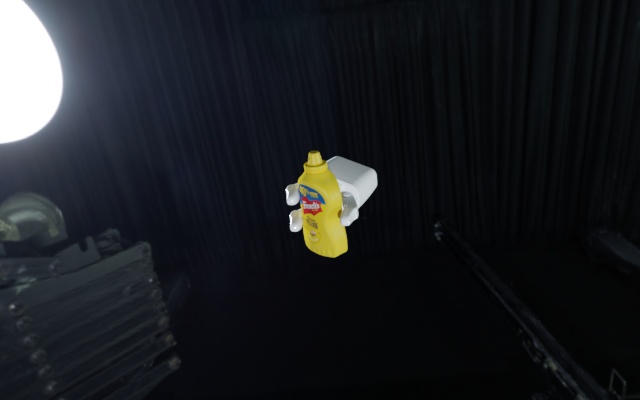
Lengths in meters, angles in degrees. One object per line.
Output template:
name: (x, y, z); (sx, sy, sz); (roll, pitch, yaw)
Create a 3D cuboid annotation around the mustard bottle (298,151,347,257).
mustard bottle: (0.000, 0.003, 0.868); (0.058, 0.192, 0.096); (-22, 28, -31)
